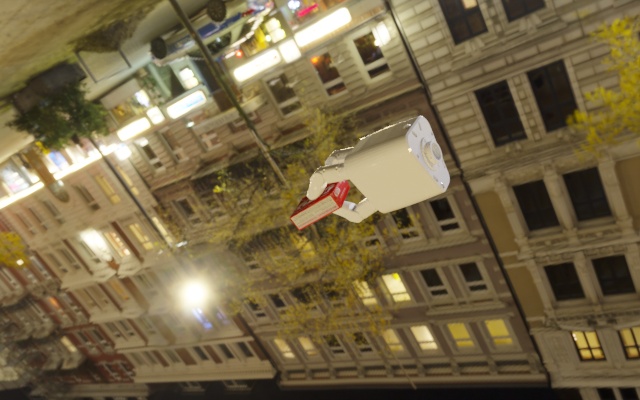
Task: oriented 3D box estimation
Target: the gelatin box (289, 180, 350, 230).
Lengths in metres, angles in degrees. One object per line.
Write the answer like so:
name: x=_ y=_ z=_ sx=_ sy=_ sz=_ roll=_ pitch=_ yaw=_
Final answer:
gelatin box: x=0.000 y=0.003 z=0.768 sx=0.089 sy=0.030 sz=0.073 roll=-31 pitch=15 yaw=27
